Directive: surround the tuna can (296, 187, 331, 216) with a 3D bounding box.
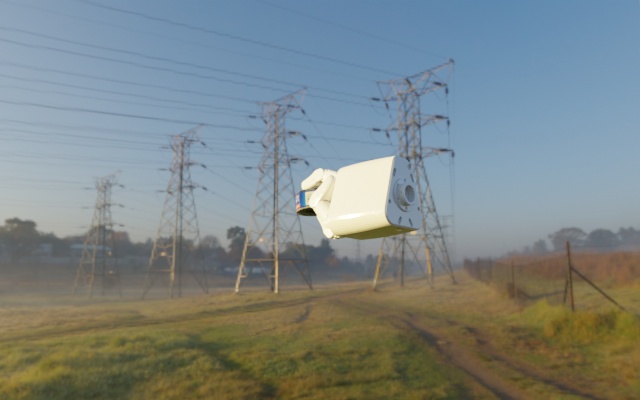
[{"bbox_3d":[0.000,0.002,0.822,0.086,0.033,0.086,-4,-13,-1],"label":"tuna can"}]
